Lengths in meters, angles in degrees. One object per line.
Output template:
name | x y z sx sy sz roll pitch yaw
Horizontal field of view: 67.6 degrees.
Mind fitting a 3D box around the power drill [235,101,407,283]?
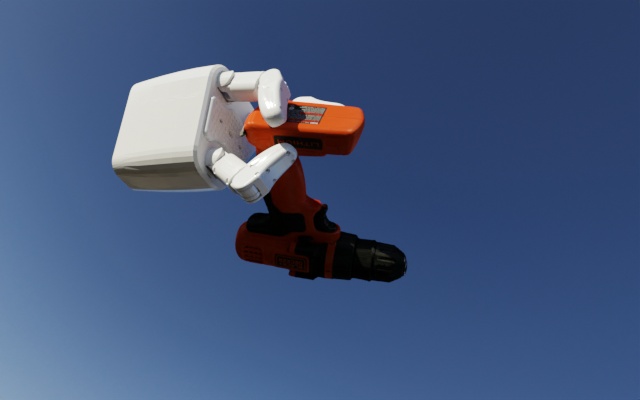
power drill | 0.000 0.001 0.467 0.184 0.188 0.057 7 35 8
